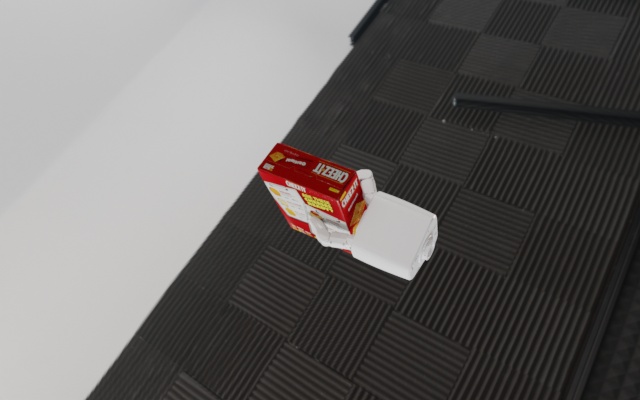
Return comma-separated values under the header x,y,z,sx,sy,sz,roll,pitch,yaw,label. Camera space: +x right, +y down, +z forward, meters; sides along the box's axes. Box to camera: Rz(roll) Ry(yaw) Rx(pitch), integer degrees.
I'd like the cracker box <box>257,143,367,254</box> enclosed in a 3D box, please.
x,y,z,sx,sy,sz,roll,pitch,yaw,label
0.000,0.003,0.863,0.164,0.072,0.214,22,-24,26,cracker box
